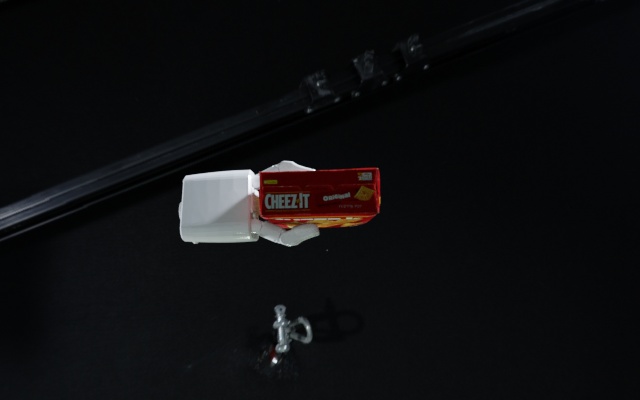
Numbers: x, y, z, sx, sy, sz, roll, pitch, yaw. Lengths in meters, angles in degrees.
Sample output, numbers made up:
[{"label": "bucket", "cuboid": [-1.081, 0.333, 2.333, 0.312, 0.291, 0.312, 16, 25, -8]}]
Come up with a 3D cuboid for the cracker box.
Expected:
[{"label": "cracker box", "cuboid": [0.000, 0.002, 0.744, 0.164, 0.072, 0.214, -2, -6, 1]}]
